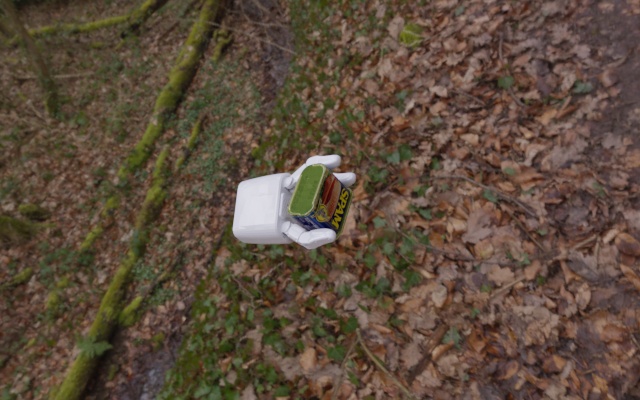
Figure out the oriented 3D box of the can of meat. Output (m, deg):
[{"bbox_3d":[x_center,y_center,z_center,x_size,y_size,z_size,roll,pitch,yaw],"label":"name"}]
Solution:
[{"bbox_3d":[0.000,0.002,0.767,0.057,0.102,0.084,-2,-32,38],"label":"can of meat"}]
